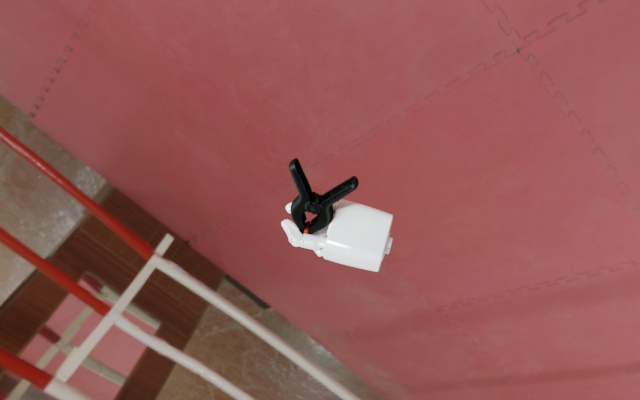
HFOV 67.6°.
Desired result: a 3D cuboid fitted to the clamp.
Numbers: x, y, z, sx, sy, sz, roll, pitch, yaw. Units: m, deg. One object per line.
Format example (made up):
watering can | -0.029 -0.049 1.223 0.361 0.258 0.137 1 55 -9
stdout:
clamp | 0.000 0.003 0.851 0.120 0.172 0.039 15 47 8
